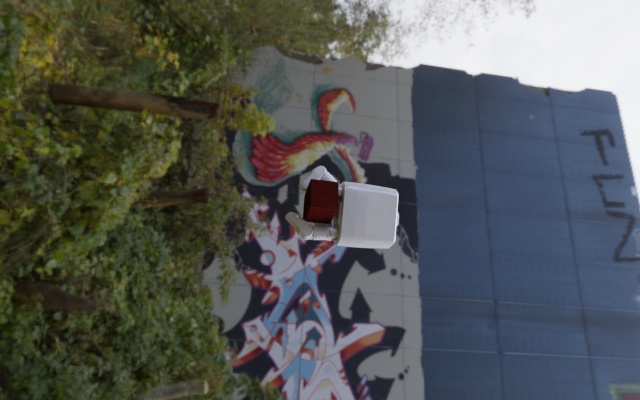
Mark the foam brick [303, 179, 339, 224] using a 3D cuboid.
[{"bbox_3d":[0.000,0.003,0.848,0.051,0.053,0.078,7,-23,-8],"label":"foam brick"}]
